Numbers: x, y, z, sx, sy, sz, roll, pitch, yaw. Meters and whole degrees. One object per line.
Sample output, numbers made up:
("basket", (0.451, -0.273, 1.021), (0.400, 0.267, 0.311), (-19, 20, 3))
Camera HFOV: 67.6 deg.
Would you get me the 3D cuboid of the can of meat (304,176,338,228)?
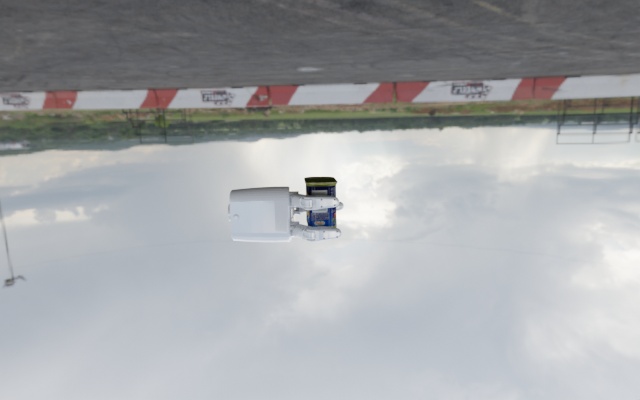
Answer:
("can of meat", (0.000, 0.003, 0.869), (0.057, 0.084, 0.102), (-1, 9, -3))
